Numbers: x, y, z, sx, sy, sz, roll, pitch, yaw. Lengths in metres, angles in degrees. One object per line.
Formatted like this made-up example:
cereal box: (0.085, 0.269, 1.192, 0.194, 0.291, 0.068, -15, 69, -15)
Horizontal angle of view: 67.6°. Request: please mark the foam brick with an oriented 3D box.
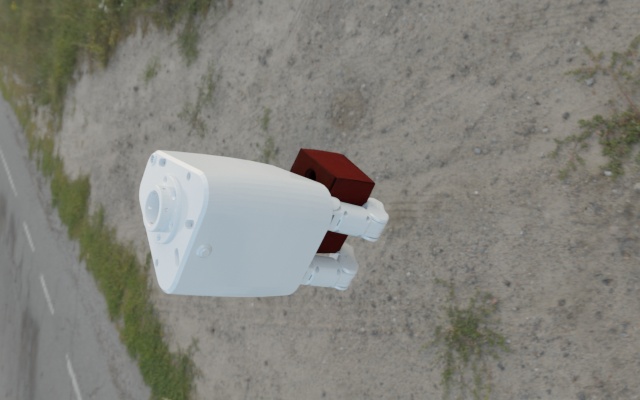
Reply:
foam brick: (0.000, 0.001, 0.417, 0.051, 0.078, 0.053, 7, 27, -43)
